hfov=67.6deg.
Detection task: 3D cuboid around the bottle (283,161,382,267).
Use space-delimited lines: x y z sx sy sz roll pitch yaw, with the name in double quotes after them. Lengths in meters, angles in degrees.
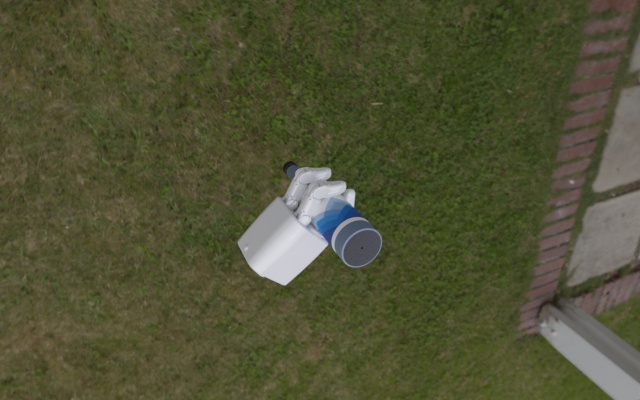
0.000 0.003 0.803 0.069 0.069 0.295 0 27 -27 "bottle"
